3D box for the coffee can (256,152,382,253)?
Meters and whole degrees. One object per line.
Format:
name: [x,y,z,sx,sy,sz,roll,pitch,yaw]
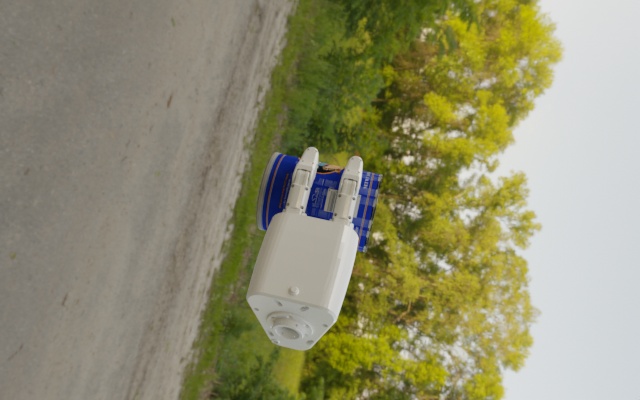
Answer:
coffee can: [0.000,0.002,0.613,0.140,0.103,0.103,12,1,6]
